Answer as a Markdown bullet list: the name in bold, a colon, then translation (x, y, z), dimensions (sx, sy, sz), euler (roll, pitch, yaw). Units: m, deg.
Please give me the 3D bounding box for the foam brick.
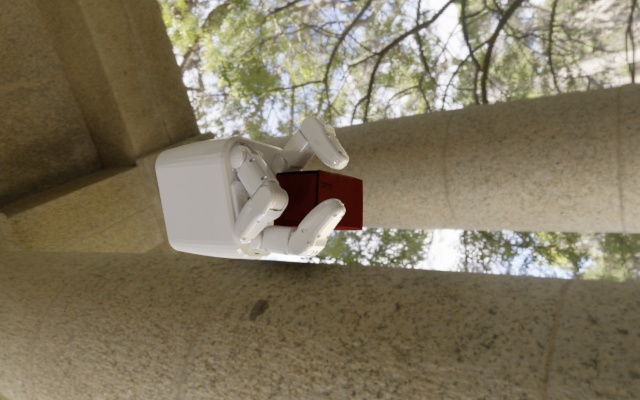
- **foam brick**: translation (0.000, 0.002, 0.463), dimensions (0.051, 0.053, 0.078), euler (-2, -7, 37)
